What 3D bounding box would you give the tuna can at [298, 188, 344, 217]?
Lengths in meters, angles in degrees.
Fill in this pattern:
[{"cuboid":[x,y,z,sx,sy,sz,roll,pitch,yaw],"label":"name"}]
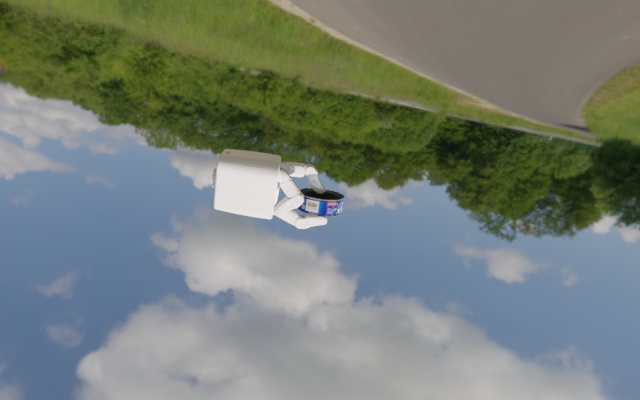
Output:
[{"cuboid":[0.000,0.004,0.898,0.086,0.034,0.086,7,14,-2],"label":"tuna can"}]
